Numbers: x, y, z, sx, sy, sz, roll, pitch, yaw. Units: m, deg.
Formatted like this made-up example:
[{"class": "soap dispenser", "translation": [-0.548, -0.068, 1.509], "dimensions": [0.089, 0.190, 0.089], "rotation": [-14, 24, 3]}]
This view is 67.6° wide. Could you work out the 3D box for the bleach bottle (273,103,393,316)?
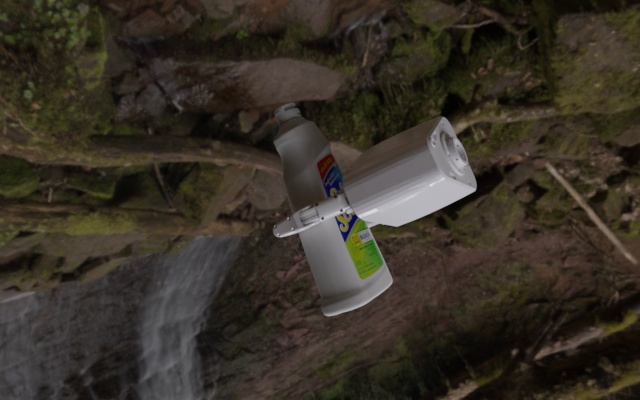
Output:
[{"class": "bleach bottle", "translation": [0.000, 0.002, 0.575], "dimensions": [0.068, 0.251, 0.102], "rotation": [-26, -5, 33]}]
